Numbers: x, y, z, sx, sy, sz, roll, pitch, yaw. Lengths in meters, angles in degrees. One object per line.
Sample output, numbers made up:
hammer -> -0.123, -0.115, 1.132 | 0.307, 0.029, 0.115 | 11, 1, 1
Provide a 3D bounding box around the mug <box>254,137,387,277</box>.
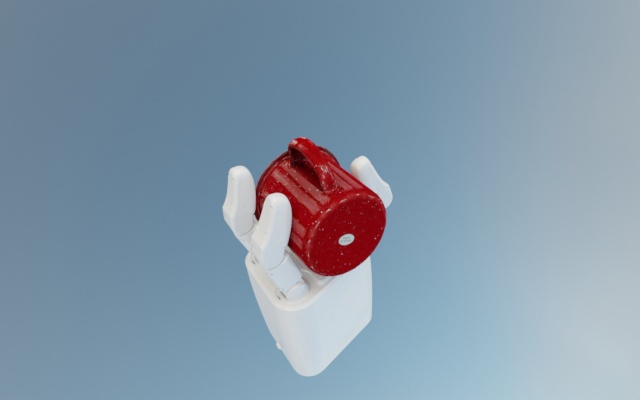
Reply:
mug -> 0.000, 0.000, 0.399 | 0.093, 0.117, 0.081 | -27, 41, -21
